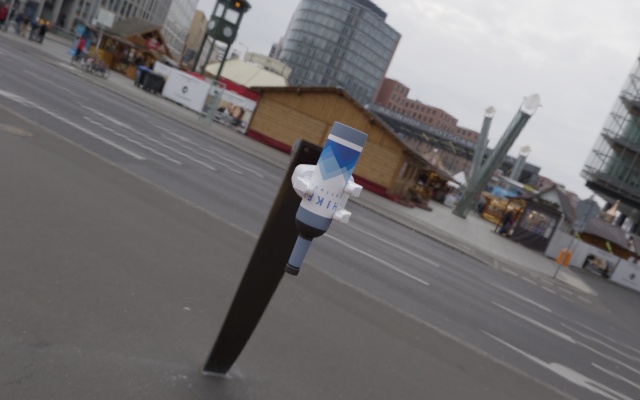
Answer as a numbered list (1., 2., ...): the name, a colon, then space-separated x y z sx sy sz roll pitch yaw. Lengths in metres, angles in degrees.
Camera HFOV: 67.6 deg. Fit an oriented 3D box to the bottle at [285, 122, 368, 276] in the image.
1. bottle: 0.000 0.003 0.891 0.069 0.296 0.069 22 7 -3
